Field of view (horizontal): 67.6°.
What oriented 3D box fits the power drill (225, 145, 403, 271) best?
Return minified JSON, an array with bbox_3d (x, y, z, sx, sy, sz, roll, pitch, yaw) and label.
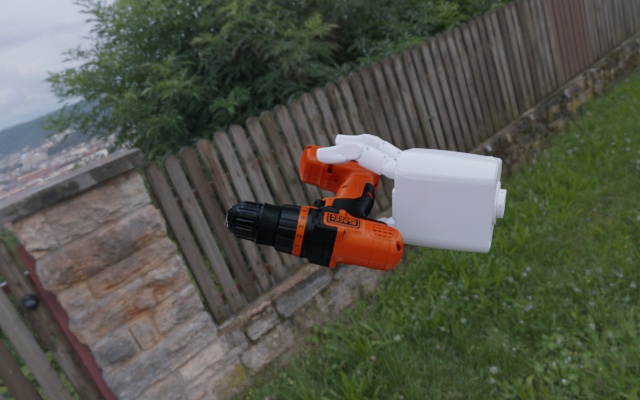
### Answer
[{"bbox_3d":[0.000,0.002,0.552,0.184,0.057,0.187,13,32,-1],"label":"power drill"}]
